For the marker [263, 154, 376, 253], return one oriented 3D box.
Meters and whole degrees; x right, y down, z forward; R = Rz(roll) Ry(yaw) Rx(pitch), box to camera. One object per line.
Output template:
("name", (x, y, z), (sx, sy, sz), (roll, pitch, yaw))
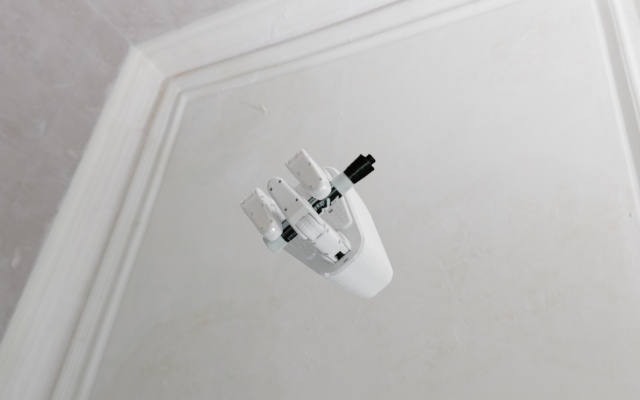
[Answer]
("marker", (0.000, 0.001, 0.421), (0.121, 0.020, 0.020), (-41, -4, 4))
